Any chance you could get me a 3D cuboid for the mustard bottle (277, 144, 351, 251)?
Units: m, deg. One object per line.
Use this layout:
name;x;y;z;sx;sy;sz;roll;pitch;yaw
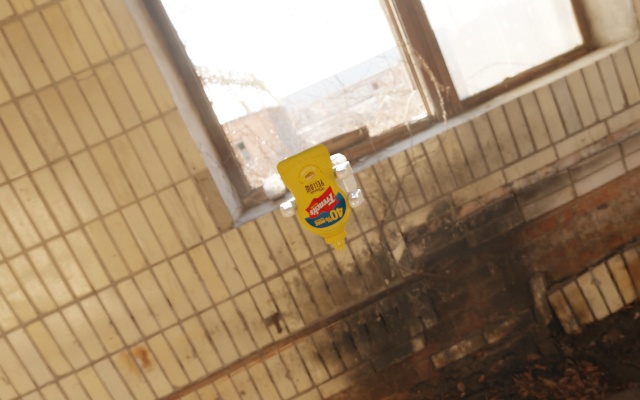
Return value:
mustard bottle;0.000;0.003;0.861;0.096;0.191;0.058;-24;10;-4
